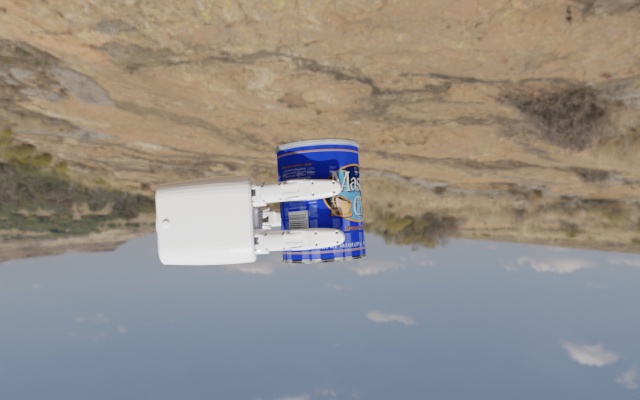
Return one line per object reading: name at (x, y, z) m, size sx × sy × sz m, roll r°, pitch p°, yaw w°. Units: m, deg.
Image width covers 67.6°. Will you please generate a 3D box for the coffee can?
coffee can at (0.000, 0.002, 0.586) m, size 0.103 × 0.140 × 0.103 m, roll -4°, pitch -3°, yaw 0°
